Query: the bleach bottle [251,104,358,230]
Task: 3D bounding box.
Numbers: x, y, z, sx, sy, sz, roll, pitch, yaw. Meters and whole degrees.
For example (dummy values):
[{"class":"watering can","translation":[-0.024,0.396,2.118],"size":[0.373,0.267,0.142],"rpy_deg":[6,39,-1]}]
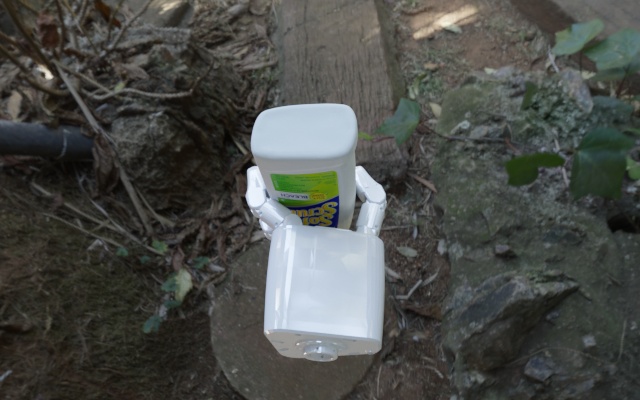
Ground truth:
[{"class":"bleach bottle","translation":[0.000,0.002,0.538],"size":[0.102,0.068,0.251],"rpy_deg":[0,-32,10]}]
